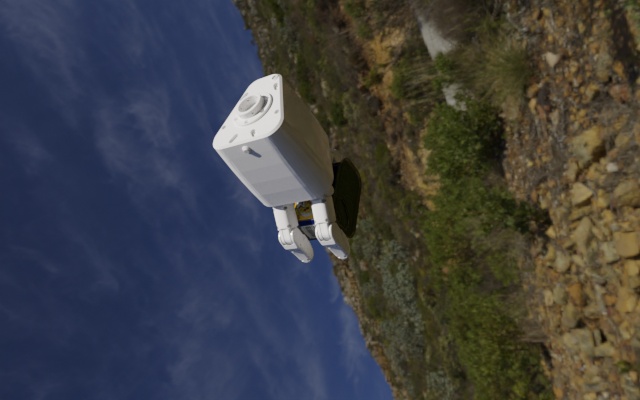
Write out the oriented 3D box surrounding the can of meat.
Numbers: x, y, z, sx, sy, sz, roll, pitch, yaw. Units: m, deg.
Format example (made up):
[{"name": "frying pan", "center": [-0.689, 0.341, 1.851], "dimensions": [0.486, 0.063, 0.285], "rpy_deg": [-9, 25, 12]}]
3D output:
[{"name": "can of meat", "center": [0.000, 0.002, 0.617], "dimensions": [0.084, 0.102, 0.057], "rpy_deg": [-10, -37, 29]}]
